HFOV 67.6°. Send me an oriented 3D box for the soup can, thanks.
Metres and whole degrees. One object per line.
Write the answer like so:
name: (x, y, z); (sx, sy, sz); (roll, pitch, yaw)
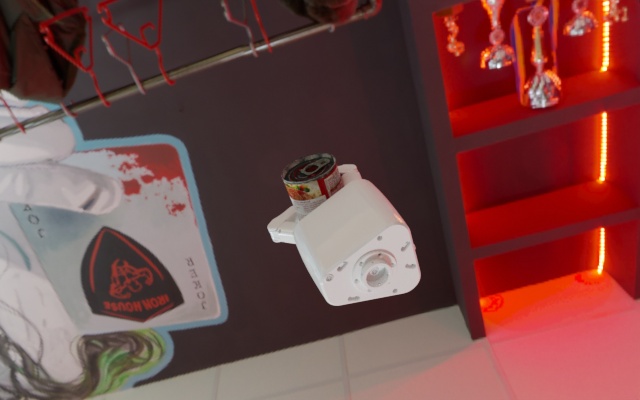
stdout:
soup can: (0.000, 0.002, 0.593); (0.068, 0.102, 0.068); (-15, 30, 8)
